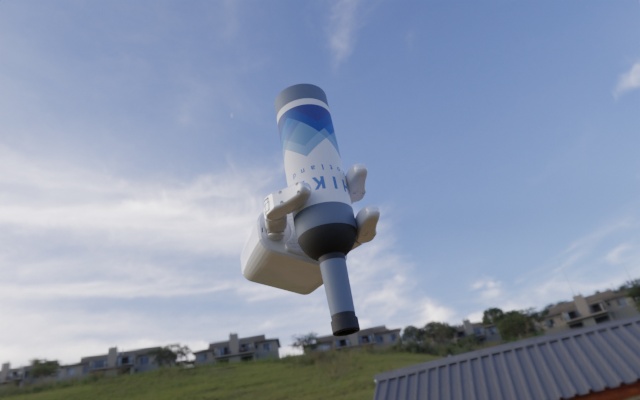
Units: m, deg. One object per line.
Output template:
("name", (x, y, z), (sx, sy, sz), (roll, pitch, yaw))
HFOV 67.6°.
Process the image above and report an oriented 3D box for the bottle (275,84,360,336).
("bottle", (0.000, 0.001, 0.534), (0.069, 0.295, 0.069), (-9, -28, -5))
